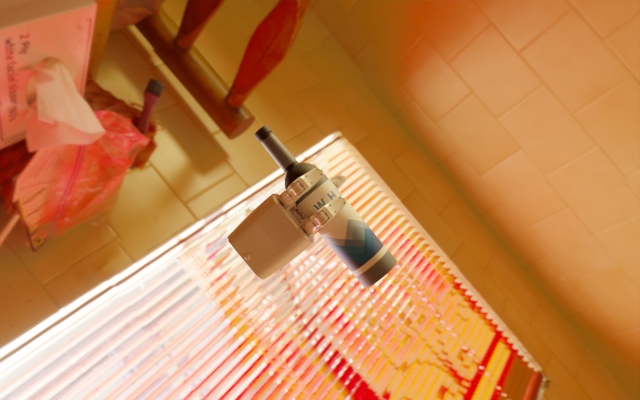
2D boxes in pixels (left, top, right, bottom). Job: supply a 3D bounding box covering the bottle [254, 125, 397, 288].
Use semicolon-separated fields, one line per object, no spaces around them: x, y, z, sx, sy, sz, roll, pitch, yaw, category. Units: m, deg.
0.000;0.003;0.747;0.069;0.295;0.069;-40;-1;-1;bottle
